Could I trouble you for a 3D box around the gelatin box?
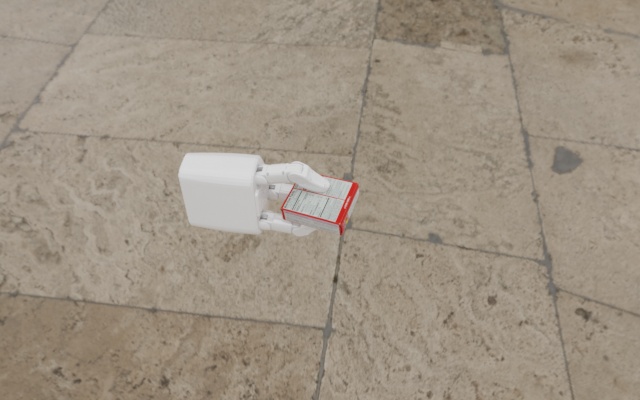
[{"bbox_3d":[0.000,0.002,0.654,0.089,0.073,0.030,13,-35,18],"label":"gelatin box"}]
